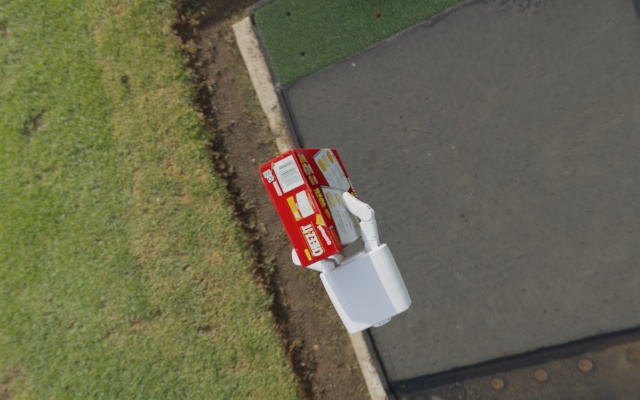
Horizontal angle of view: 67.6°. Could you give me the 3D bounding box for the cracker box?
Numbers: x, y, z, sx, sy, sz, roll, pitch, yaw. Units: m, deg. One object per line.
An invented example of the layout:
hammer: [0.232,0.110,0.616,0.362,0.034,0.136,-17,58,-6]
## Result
cracker box: [0.000,0.002,0.779,0.072,0.164,0.213,-26,-3,19]
